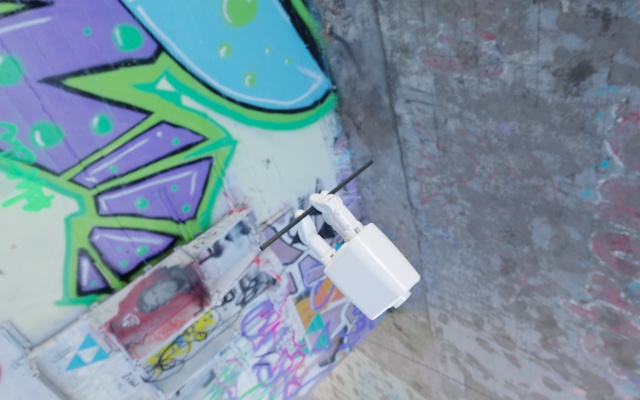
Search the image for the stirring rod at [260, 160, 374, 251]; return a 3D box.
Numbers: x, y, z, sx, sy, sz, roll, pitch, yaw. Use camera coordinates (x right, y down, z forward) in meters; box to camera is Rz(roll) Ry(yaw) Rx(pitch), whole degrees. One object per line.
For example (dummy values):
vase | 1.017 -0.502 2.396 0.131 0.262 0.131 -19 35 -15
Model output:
stirring rod | 0.000 0.002 0.733 0.239 0.011 0.011 -38 19 -27
